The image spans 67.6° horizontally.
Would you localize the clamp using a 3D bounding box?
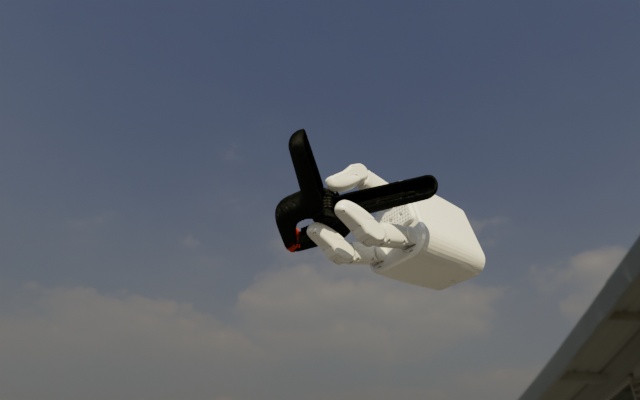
[{"bbox_3d":[0.000,0.001,0.533,0.164,0.036,0.210,22,-37,-26],"label":"clamp"}]
